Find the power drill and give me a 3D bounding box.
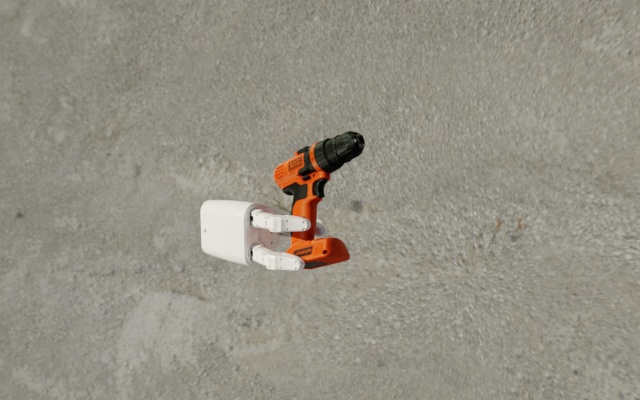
[{"bbox_3d":[0.000,0.003,0.721,0.057,0.187,0.184,15,-26,-39],"label":"power drill"}]
